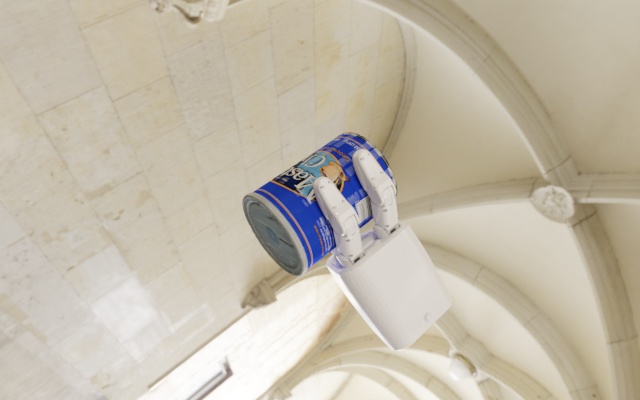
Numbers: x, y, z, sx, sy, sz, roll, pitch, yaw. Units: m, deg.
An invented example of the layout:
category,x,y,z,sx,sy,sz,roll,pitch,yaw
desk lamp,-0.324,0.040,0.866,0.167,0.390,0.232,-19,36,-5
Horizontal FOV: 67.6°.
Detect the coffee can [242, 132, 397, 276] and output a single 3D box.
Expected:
category,x,y,z,sx,sy,sz,roll,pitch,yaw
coffee can,0.000,0.002,0.531,0.140,0.103,0.103,-35,16,-24
